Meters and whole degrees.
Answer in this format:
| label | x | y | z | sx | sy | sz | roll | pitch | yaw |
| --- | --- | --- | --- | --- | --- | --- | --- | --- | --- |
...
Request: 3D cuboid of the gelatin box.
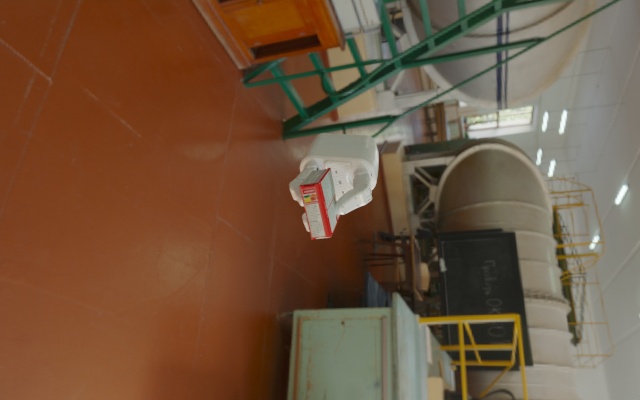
| label | x | y | z | sx | sy | sz | roll | pitch | yaw |
| --- | --- | --- | --- | --- | --- | --- | --- | --- | --- |
| gelatin box | 0.000 | 0.002 | 0.635 | 0.030 | 0.073 | 0.089 | -9 | 15 | 12 |
